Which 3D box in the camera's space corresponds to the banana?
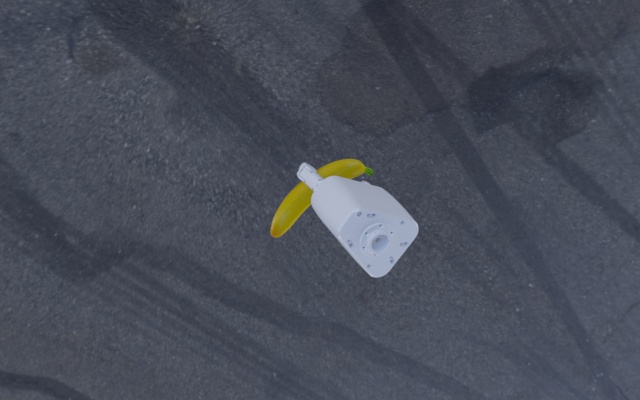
[{"bbox_3d":[-0.004,-0.013,0.757,0.198,0.070,0.037,-32,35,-4],"label":"banana"}]
